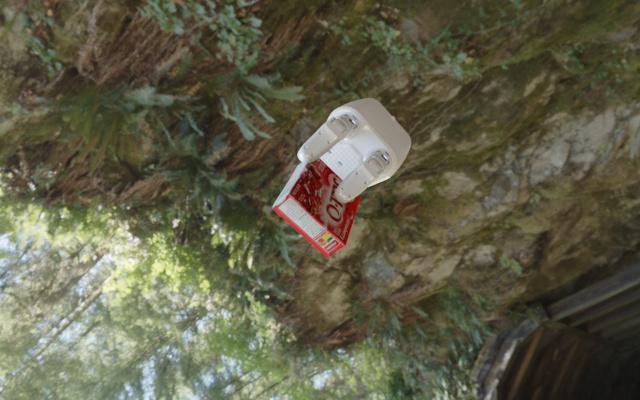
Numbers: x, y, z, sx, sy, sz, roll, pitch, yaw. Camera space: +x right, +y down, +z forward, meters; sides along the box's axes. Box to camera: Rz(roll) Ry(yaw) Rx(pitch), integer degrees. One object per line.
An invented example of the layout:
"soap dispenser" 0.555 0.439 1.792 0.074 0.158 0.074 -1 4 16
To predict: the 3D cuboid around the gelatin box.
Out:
"gelatin box" 0.000 0.002 0.475 0.030 0.073 0.089 -39 15 32
